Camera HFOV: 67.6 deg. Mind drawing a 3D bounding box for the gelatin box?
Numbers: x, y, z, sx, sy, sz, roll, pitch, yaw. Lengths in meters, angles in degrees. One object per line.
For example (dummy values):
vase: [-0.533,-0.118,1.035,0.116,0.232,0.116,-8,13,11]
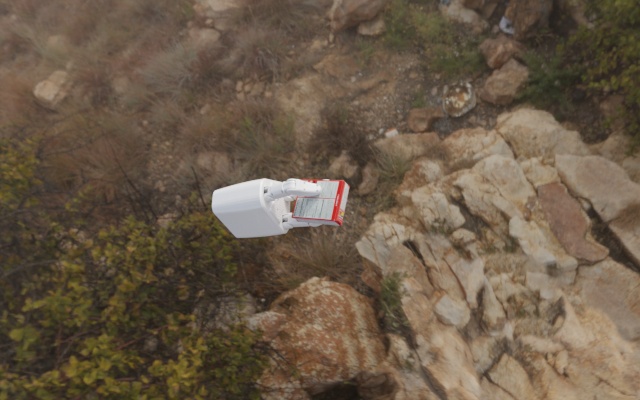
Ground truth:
gelatin box: [0.000,0.003,0.823,0.089,0.073,0.030,3,-20,31]
